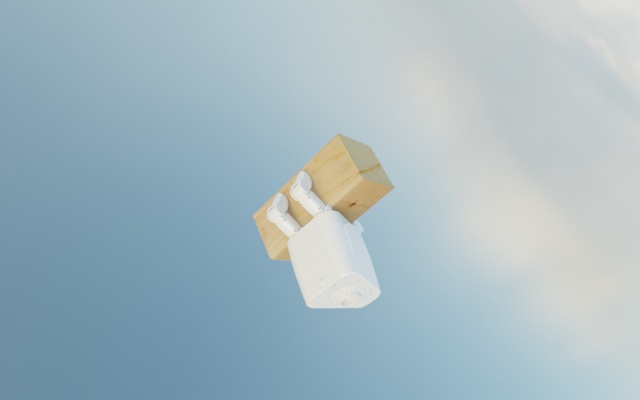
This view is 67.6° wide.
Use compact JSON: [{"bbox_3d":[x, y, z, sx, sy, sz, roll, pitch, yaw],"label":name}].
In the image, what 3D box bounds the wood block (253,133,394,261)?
[{"bbox_3d":[0.001,0.003,0.757,0.206,0.090,0.091,-42,-31,26],"label":"wood block"}]
